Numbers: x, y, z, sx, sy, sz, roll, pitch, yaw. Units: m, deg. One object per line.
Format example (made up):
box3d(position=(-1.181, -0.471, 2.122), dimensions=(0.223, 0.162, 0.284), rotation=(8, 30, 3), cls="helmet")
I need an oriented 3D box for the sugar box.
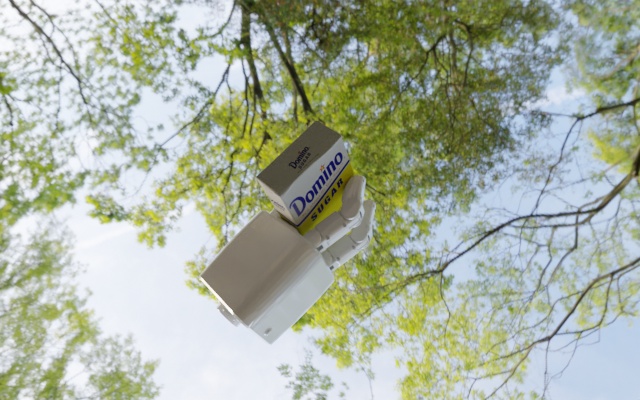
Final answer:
box3d(position=(0.000, 0.002, 0.551), dimensions=(0.048, 0.093, 0.176), rotation=(36, -16, 30), cls="sugar box")
